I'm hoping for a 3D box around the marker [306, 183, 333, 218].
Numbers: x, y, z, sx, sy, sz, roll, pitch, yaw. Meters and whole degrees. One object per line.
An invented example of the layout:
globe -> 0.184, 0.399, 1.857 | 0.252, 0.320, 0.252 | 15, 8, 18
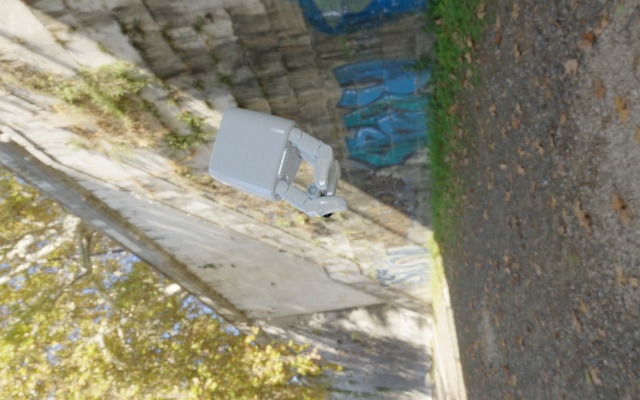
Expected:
marker -> 0.000, 0.002, 0.694 | 0.020, 0.020, 0.121 | 0, -16, 11
